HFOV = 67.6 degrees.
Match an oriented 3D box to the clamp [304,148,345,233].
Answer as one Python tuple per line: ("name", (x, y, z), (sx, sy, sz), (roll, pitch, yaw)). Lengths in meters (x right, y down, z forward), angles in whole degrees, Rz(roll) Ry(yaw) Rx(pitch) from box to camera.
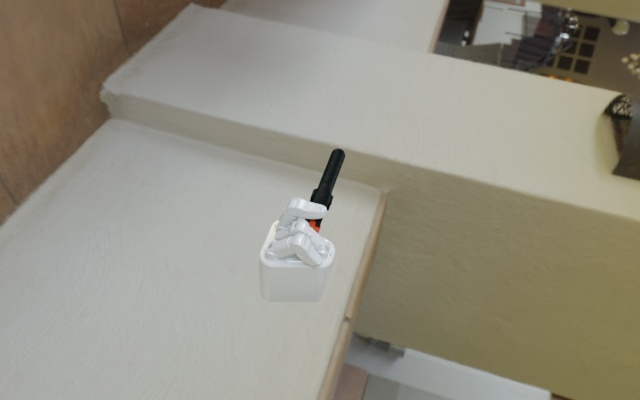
("clamp", (0.001, 0.003, 0.801), (0.039, 0.120, 0.171), (18, 45, 6))
